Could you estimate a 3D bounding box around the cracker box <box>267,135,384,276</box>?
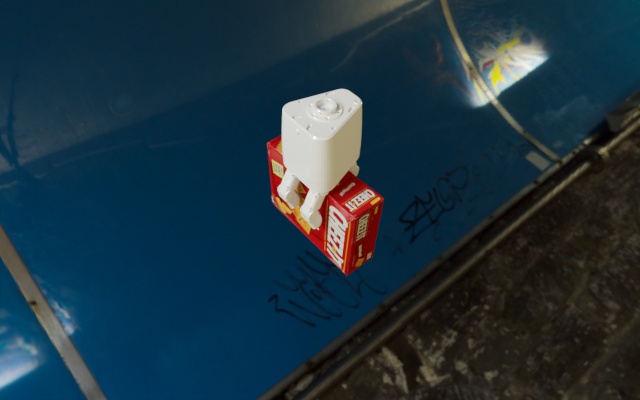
[{"bbox_3d":[0.000,0.002,0.815,0.072,0.164,0.213,-33,58,-25],"label":"cracker box"}]
